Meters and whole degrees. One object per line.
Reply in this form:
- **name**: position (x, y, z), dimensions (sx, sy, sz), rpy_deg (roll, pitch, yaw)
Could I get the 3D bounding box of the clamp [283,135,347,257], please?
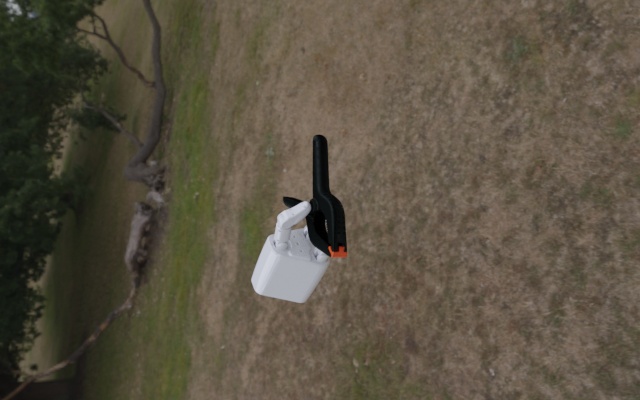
- **clamp**: position (0.000, 0.003, 0.796), dimensions (0.036, 0.165, 0.209), rpy_deg (3, 38, -30)
